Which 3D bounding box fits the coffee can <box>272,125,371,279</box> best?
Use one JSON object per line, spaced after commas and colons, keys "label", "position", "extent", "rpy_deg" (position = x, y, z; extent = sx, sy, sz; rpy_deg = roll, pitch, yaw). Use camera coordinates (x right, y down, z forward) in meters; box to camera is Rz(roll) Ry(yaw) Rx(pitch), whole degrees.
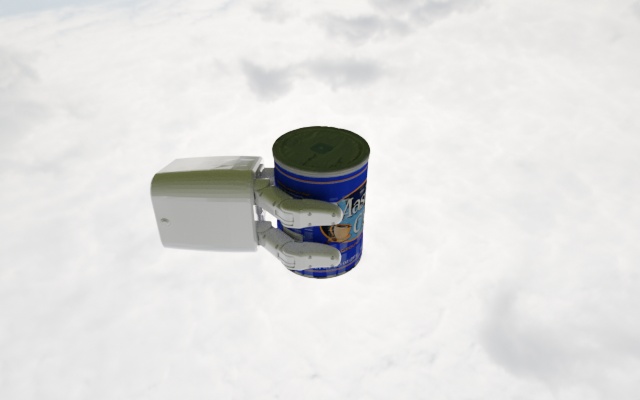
{"label": "coffee can", "position": [0.000, 0.002, 0.533], "extent": [0.103, 0.140, 0.102], "rpy_deg": [0, 34, 0]}
